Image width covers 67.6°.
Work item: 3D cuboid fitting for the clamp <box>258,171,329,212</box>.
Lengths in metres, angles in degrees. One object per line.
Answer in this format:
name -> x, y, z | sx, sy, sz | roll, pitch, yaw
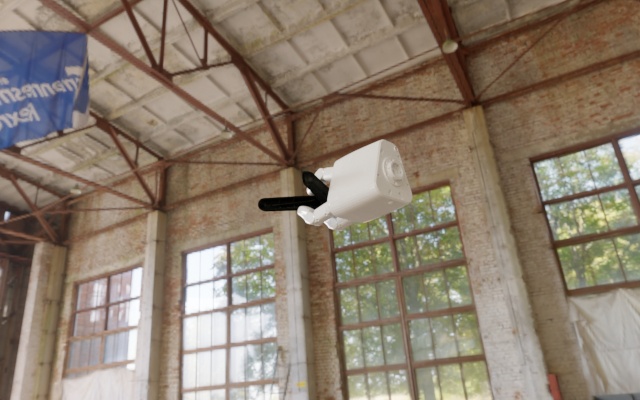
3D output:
clamp -> 0.001, 0.002, 0.888 | 0.210, 0.036, 0.164 | 15, -26, -39
